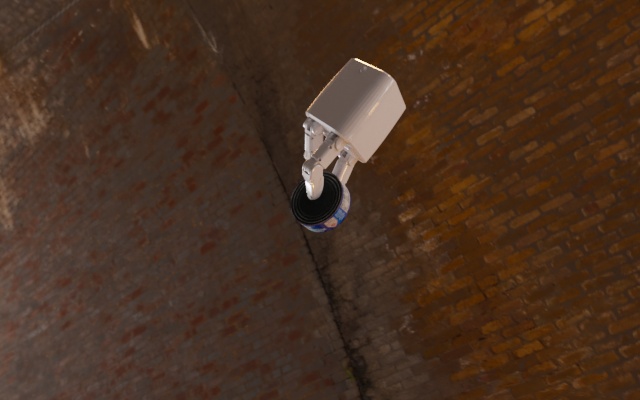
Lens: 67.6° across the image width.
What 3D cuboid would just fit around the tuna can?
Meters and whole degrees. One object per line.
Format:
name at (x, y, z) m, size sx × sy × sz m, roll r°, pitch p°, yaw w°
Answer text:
tuna can at (0.000, 0.003, 0.692) m, size 0.086 × 0.086 × 0.034 m, roll 0°, pitch -24°, yaw 31°
